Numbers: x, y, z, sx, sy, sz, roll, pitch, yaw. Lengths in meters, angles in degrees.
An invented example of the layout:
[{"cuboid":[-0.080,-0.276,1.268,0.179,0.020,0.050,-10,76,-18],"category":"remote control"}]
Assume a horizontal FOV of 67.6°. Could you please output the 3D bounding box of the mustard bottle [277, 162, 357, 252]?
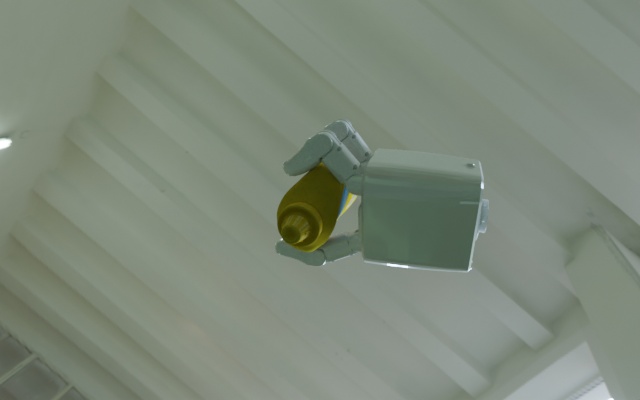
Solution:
[{"cuboid":[0.000,0.001,0.500,0.058,0.096,0.191,29,23,5],"category":"mustard bottle"}]
